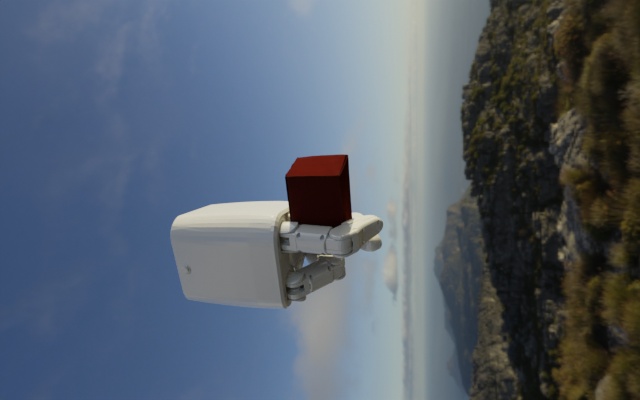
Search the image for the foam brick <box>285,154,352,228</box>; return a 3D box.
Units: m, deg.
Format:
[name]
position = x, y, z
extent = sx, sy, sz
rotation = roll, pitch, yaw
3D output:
[foam brick]
position = 0.000, 0.001, 0.453
extent = 0.051, 0.078, 0.053
rotation = 1, 25, 12
